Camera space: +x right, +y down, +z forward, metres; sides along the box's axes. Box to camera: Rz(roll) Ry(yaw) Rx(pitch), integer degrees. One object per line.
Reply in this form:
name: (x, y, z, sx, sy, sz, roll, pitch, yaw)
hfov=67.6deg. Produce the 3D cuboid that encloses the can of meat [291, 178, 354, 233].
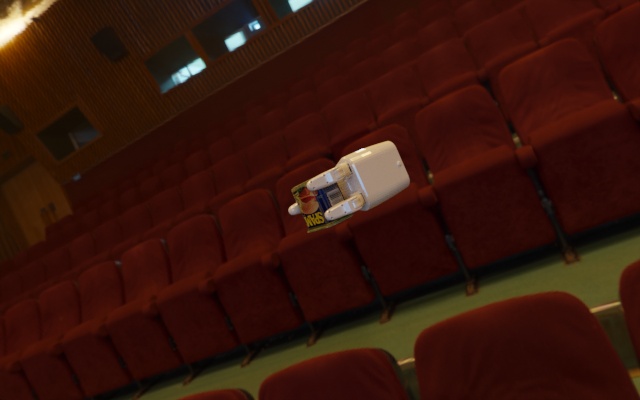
can of meat: (0.000, 0.002, 0.816, 0.057, 0.084, 0.102, -25, 2, -27)
